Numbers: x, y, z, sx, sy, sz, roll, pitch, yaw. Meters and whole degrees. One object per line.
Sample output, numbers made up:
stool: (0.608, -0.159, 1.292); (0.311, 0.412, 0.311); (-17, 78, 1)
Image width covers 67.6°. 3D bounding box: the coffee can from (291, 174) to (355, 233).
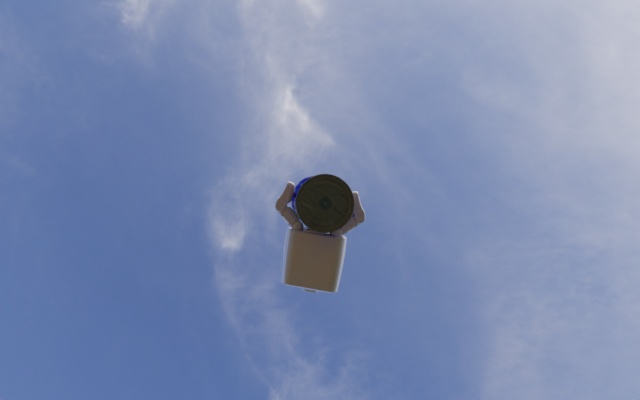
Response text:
coffee can: (0.000, 0.003, 0.890); (0.103, 0.103, 0.140); (0, 2, -7)
